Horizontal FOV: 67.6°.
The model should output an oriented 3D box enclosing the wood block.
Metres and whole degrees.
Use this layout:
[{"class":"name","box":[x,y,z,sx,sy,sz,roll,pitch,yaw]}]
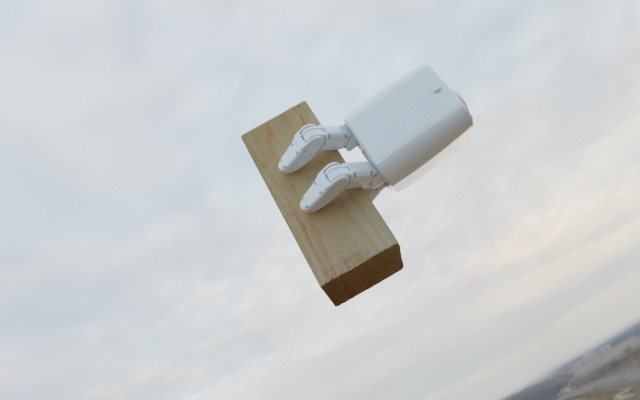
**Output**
[{"class":"wood block","box":[0.000,0.002,0.542,0.090,0.206,0.091,-30,-28,-1]}]
